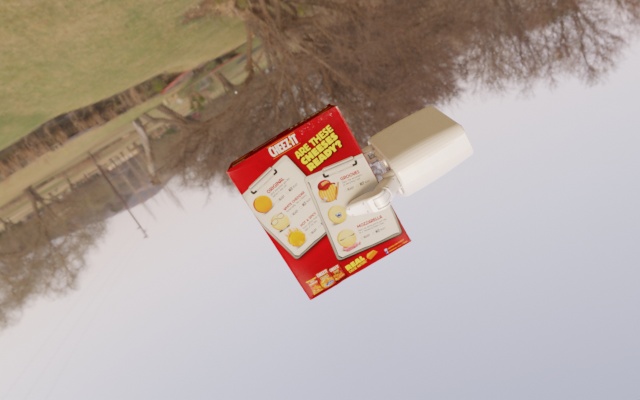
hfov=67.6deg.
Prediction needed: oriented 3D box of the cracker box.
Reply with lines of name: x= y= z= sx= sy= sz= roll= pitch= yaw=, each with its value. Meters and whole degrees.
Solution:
cracker box: x=0.000 y=0.002 z=0.652 sx=0.164 sy=0.214 sz=0.072 roll=-31 pitch=16 yaw=2
